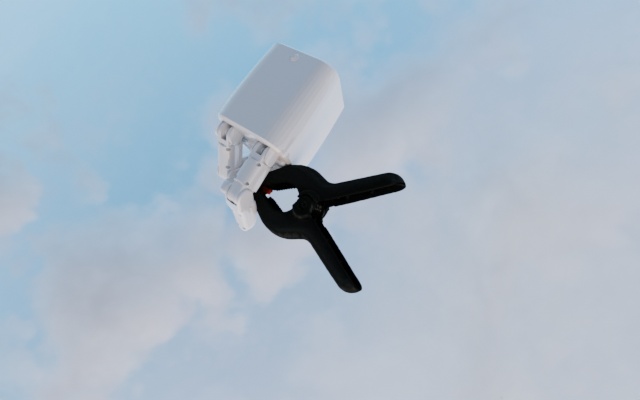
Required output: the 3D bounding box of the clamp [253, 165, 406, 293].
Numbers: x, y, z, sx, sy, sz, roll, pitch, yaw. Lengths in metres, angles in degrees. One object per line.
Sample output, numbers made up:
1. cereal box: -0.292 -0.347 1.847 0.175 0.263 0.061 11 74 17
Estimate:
1. clamp: 0.000 0.002 0.485 0.171 0.120 0.039 31 -7 28
